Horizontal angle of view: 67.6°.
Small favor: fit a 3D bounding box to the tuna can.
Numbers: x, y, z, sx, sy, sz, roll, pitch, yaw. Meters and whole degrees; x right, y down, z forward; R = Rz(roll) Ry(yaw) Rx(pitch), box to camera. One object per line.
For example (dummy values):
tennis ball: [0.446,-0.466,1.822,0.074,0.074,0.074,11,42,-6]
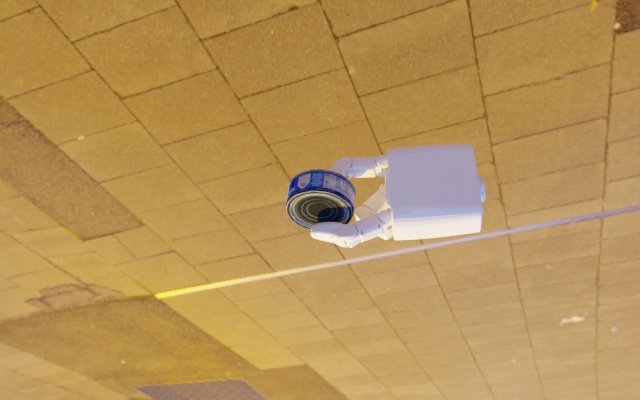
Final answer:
tuna can: [0.000,0.002,0.593,0.086,0.033,0.086,4,-38,3]
